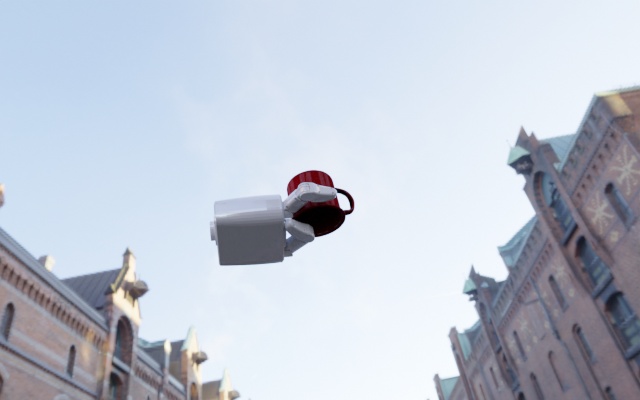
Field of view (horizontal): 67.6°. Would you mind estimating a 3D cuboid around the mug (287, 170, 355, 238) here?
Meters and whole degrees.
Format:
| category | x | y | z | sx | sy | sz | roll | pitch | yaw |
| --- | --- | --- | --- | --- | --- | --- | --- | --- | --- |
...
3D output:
| category | x | y | z | sx | sy | sz | roll | pitch | yaw |
| --- | --- | --- | --- | --- | --- | --- | --- | --- | --- |
| mug | 0.002 | 0.002 | 0.799 | 0.117 | 0.081 | 0.093 | -4 | -37 | -13 |
